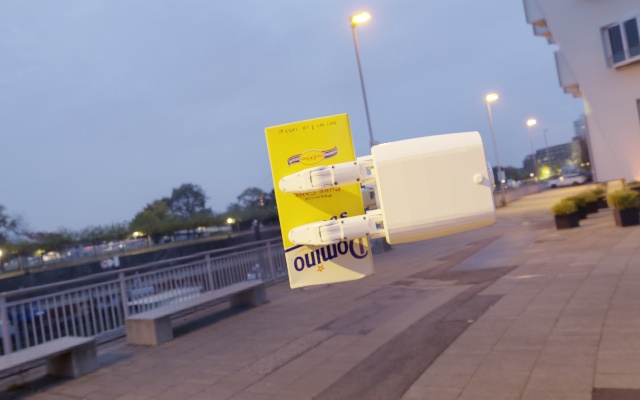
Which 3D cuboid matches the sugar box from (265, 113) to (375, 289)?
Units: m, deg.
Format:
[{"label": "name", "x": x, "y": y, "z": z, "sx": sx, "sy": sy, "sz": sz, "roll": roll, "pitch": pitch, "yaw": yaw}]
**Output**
[{"label": "sugar box", "x": 0.000, "y": 0.002, "z": 0.522, "sx": 0.093, "sy": 0.176, "sz": 0.048, "roll": -10, "pitch": -2, "yaw": 5}]
